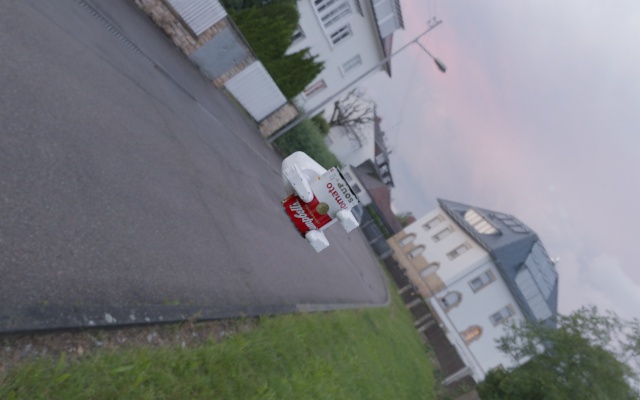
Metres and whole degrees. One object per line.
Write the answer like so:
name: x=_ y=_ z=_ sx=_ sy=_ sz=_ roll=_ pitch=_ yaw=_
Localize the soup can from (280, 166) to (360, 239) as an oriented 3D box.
soup can: x=0.000 y=0.002 z=0.720 sx=0.102 sy=0.068 sz=0.068 roll=-33 pitch=-3 yaw=4
